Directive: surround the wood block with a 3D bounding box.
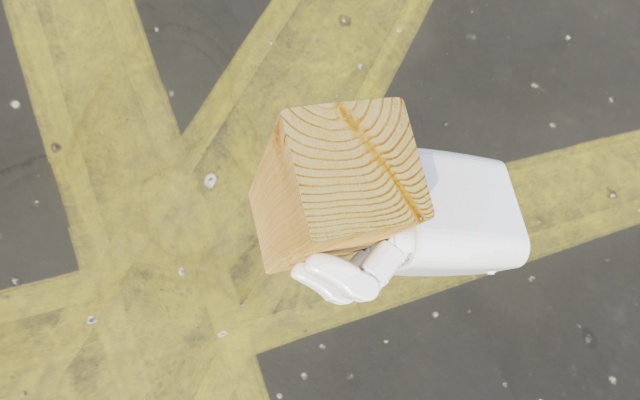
[{"bbox_3d":[0.000,0.001,0.405,0.090,0.091,0.206,-10,-12,-17],"label":"wood block"}]
